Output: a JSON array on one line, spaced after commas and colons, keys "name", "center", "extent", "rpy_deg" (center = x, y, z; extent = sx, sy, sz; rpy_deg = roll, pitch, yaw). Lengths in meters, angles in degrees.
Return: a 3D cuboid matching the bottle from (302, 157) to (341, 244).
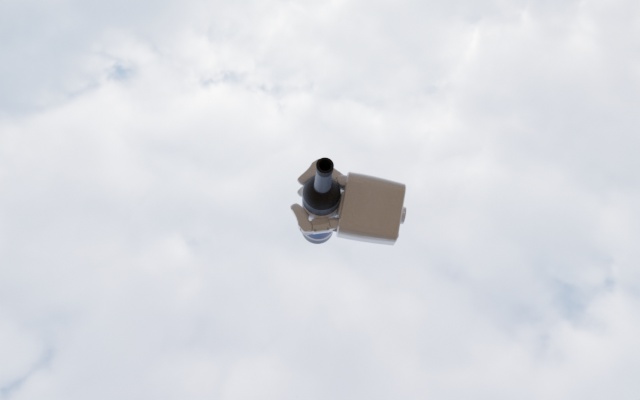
[{"name": "bottle", "center": [0.000, 0.003, 0.849], "extent": [0.069, 0.069, 0.296], "rpy_deg": [0, -22, -3]}]
